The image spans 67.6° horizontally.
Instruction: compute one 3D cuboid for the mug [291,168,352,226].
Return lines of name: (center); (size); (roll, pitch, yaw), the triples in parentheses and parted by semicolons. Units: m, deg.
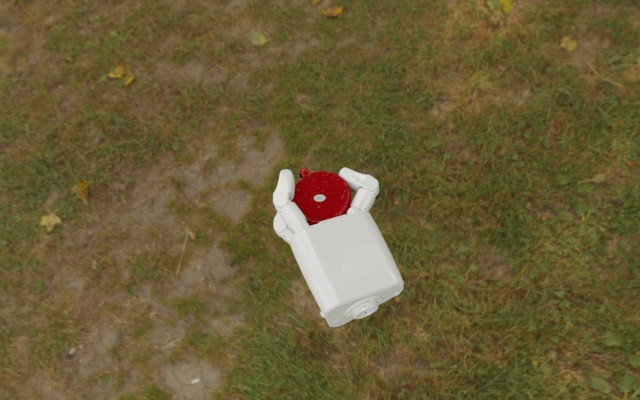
mug: (0.000, 0.001, 0.671); (0.093, 0.117, 0.081); (-24, -28, -5)
